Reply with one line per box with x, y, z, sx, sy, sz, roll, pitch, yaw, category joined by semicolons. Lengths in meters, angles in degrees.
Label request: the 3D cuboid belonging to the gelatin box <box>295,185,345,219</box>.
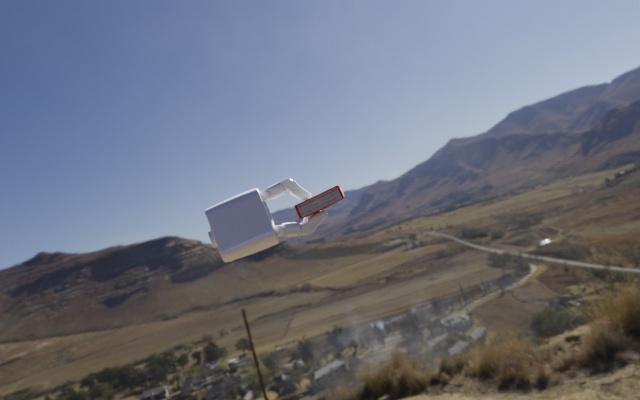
0.000;0.002;0.888;0.089;0.030;0.073;-26;-1;4;gelatin box
